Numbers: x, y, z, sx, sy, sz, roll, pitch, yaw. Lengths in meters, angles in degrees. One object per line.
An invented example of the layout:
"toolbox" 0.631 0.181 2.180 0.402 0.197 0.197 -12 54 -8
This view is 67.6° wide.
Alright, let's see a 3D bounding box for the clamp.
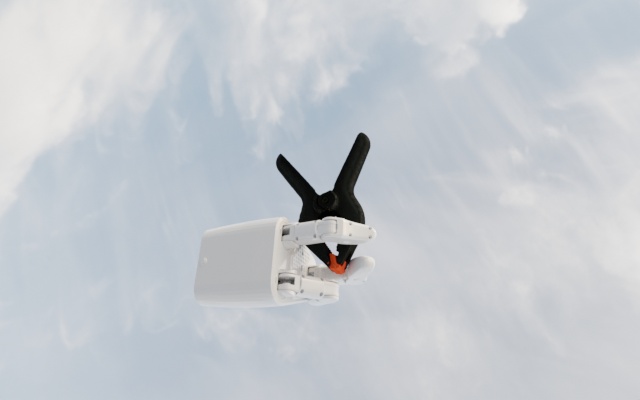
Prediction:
"clamp" 0.000 0.002 0.565 0.120 0.171 0.039 -8 -27 22
